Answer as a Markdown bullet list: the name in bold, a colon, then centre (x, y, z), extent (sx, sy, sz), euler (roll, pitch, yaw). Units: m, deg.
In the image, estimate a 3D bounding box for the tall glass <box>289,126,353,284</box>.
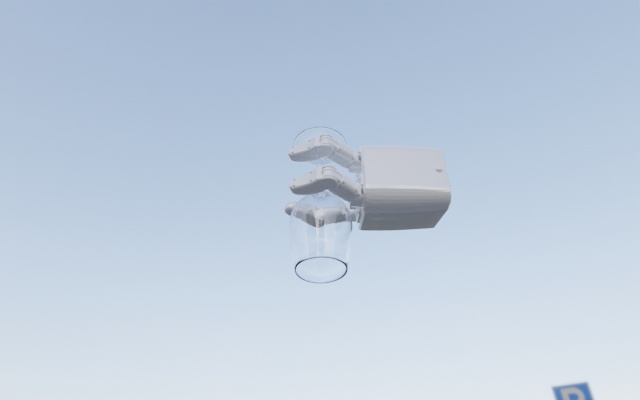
- **tall glass**: centre (0.000, 0.001, 0.608), extent (0.079, 0.200, 0.079), euler (0, -38, 0)
